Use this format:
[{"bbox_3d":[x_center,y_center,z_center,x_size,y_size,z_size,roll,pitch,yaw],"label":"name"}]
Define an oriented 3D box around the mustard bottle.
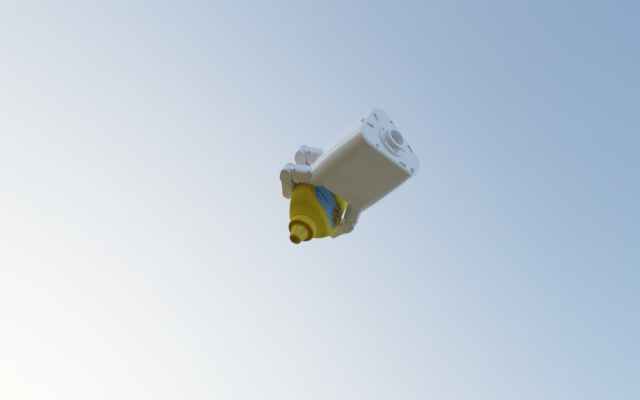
[{"bbox_3d":[0.000,0.002,0.740,0.058,0.096,0.191,-9,29,31],"label":"mustard bottle"}]
